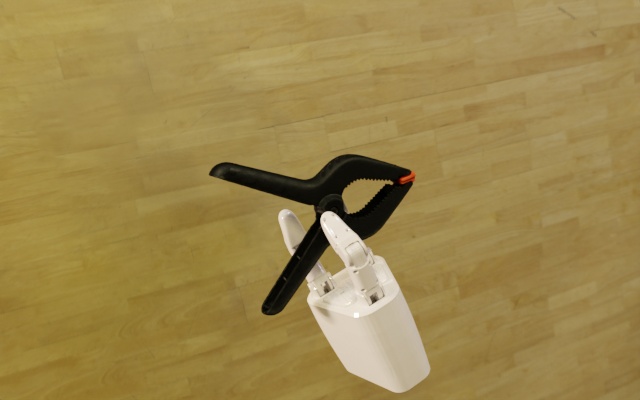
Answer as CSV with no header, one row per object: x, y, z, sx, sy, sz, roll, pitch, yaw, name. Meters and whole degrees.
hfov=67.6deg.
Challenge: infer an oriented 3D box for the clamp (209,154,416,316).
0.001,0.002,0.490,0.210,0.165,0.036,-29,20,-13,clamp
